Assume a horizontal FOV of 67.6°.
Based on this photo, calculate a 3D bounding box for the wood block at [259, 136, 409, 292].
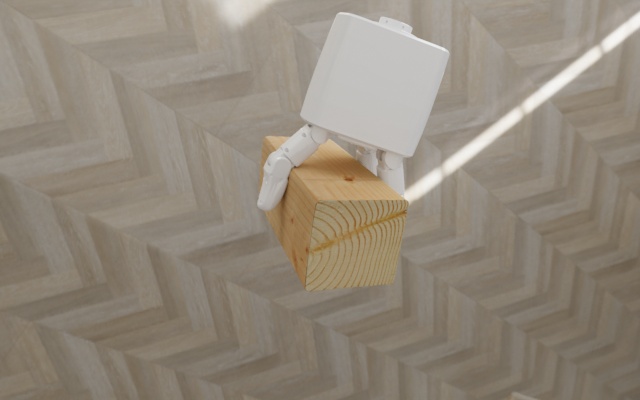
[{"bbox_3d":[0.000,0.001,0.513,0.091,0.090,0.206,0,22,-20],"label":"wood block"}]
